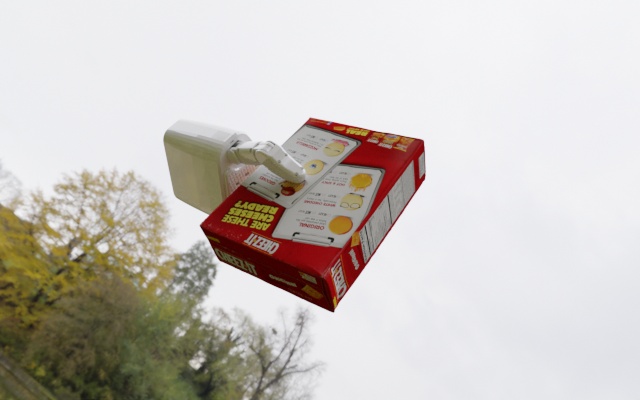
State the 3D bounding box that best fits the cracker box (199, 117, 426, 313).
[{"bbox_3d":[0.000,0.002,0.542,0.164,0.072,0.213,17,52,32],"label":"cracker box"}]
